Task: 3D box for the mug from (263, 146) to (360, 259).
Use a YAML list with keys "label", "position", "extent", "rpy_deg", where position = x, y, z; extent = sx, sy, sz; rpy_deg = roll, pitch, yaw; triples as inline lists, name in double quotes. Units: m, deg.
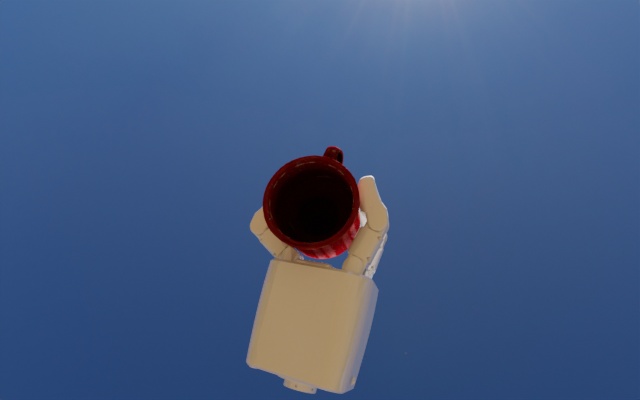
- label: "mug"
  position: [0.000, 0.000, 0.488]
  extent: [0.093, 0.117, 0.081]
  rpy_deg: [12, -16, 13]
